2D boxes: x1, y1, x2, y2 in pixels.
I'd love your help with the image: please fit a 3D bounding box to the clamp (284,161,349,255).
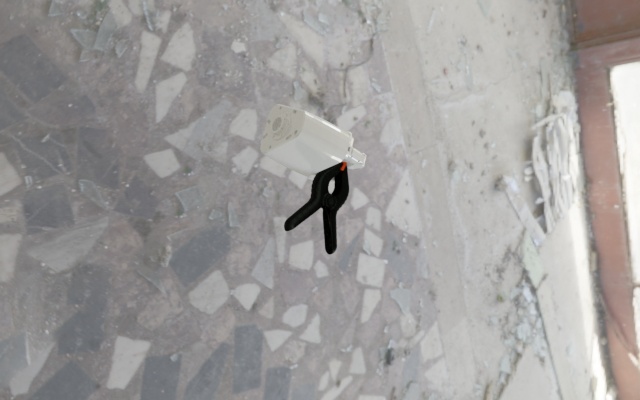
[{"bbox_3d":[0.001,0.003,0.864,0.039,0.171,0.120,2,-16,46],"label":"clamp"}]
